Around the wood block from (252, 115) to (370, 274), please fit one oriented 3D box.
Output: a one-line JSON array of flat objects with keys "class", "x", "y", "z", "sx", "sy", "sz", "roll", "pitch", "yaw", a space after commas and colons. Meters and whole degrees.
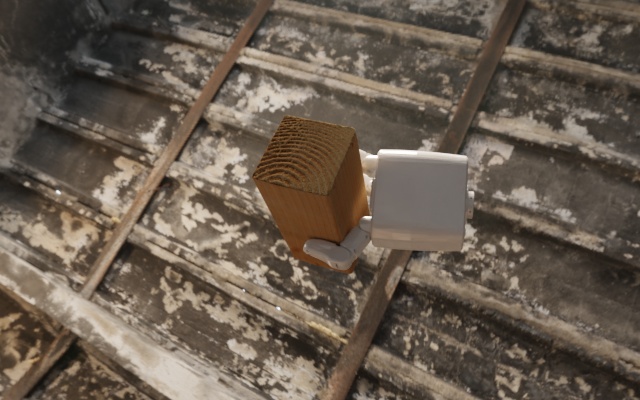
[{"class": "wood block", "x": 0.000, "y": 0.002, "z": 0.589, "sx": 0.090, "sy": 0.090, "sz": 0.206, "roll": 14, "pitch": -27, "yaw": 19}]
